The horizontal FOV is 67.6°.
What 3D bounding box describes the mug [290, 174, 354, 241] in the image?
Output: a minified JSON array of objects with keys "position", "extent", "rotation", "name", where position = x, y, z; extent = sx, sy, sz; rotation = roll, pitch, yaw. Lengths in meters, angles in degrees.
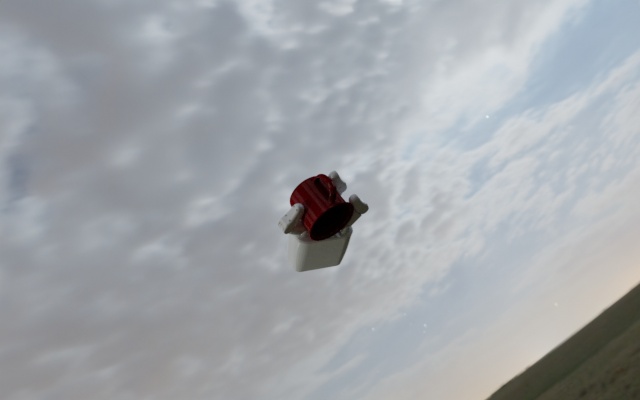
[{"position":[0.000,0.002,0.835],"extent":[0.093,0.081,0.117],"rotation":[-22,-34,-27],"name":"mug"}]
